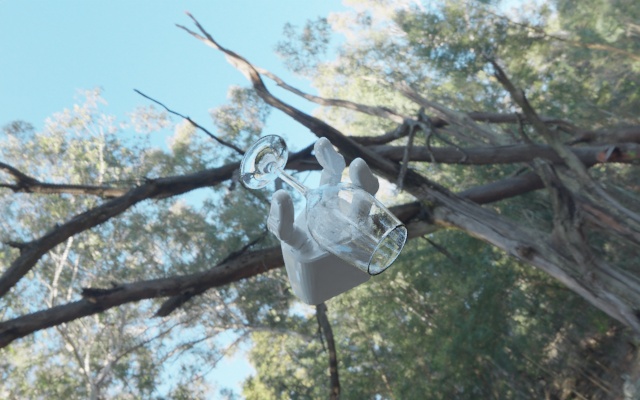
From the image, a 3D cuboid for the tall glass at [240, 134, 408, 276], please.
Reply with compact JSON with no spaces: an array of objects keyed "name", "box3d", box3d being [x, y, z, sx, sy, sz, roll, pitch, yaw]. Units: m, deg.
[{"name":"tall glass","box3d":[0.000,0.001,0.533,0.201,0.079,0.079,35,21,32]}]
